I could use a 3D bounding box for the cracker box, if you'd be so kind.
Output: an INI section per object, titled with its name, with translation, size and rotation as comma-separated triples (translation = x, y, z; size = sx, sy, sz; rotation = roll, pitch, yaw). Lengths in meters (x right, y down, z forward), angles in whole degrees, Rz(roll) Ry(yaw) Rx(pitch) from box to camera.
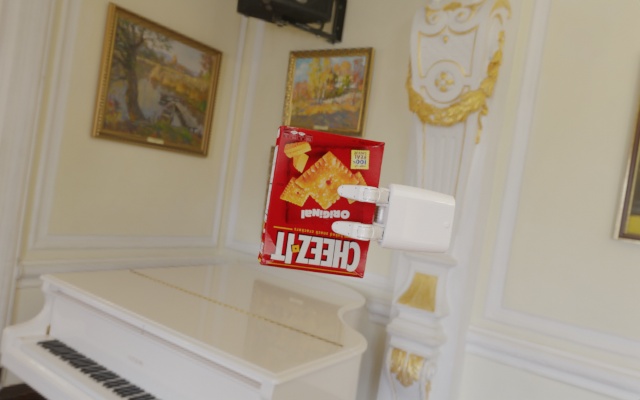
[cracker box]
translation = 0.000, 0.002, 0.742
size = 0.164, 0.213, 0.072
rotation = 9, 1, -9
